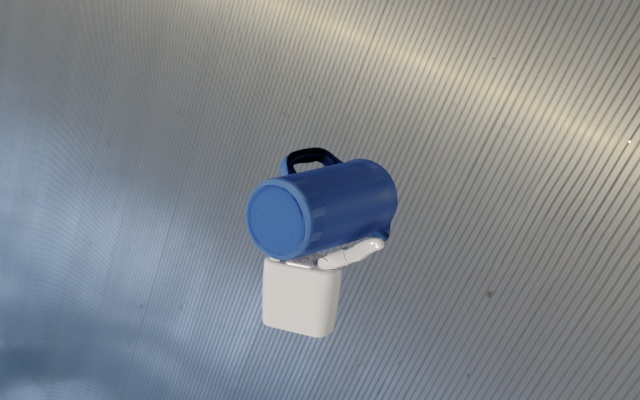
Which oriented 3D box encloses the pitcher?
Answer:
[{"bbox_3d":[0.000,0.003,0.708,0.149,0.145,0.243,12,13,31],"label":"pitcher"}]
